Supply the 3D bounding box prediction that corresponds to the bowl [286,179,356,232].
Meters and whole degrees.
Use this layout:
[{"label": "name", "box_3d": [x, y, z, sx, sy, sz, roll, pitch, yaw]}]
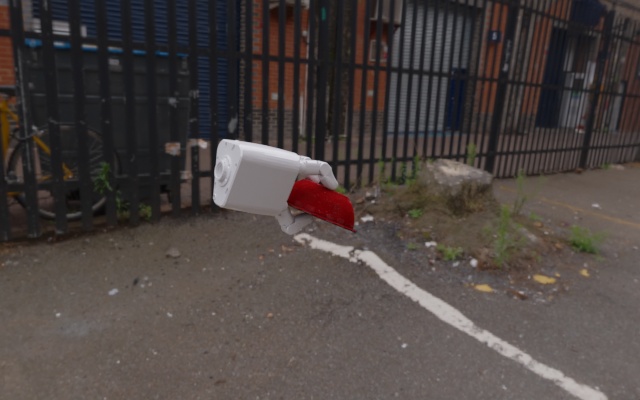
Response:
[{"label": "bowl", "box_3d": [0.001, 0.003, 0.873, 0.162, 0.055, 0.162, 23, -1, 0]}]
